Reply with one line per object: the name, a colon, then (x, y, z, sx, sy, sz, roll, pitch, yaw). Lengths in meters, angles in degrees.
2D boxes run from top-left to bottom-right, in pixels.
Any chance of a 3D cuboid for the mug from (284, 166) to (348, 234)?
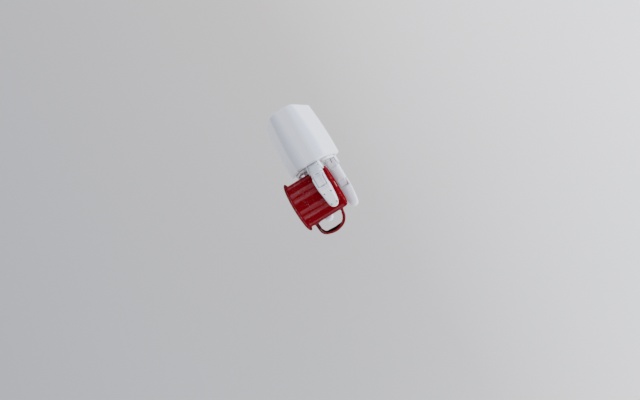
mug: (0.001, 0.004, 0.834, 0.081, 0.117, 0.093, -31, 0, 6)
